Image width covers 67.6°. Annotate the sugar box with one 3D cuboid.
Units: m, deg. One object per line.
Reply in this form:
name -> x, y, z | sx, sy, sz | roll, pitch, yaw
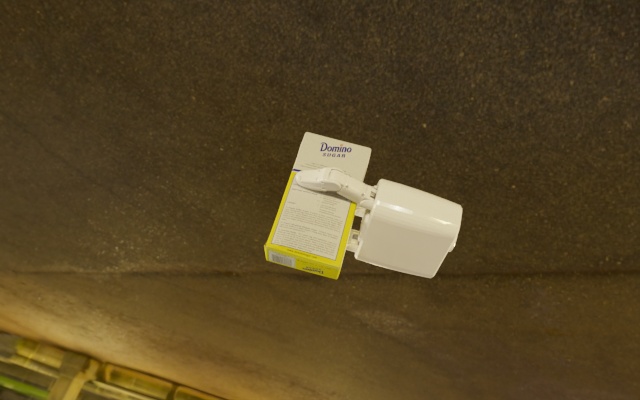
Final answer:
sugar box -> 0.000, 0.002, 0.604 | 0.093, 0.176, 0.048 | 15, -32, 4
